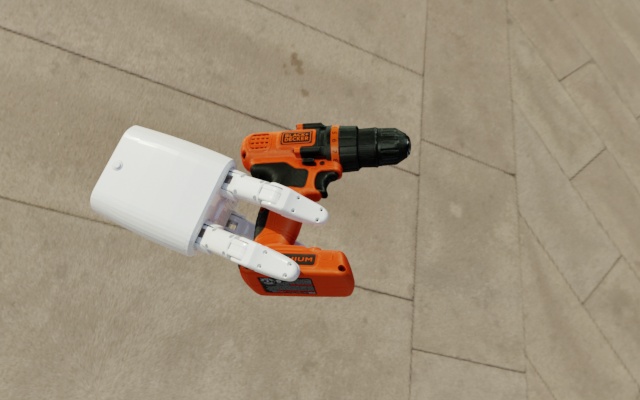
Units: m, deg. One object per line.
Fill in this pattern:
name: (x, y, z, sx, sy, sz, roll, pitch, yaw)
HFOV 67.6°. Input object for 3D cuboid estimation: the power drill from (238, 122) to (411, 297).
power drill: (0.000, 0.002, 0.481, 0.184, 0.187, 0.057, -3, -36, 11)
